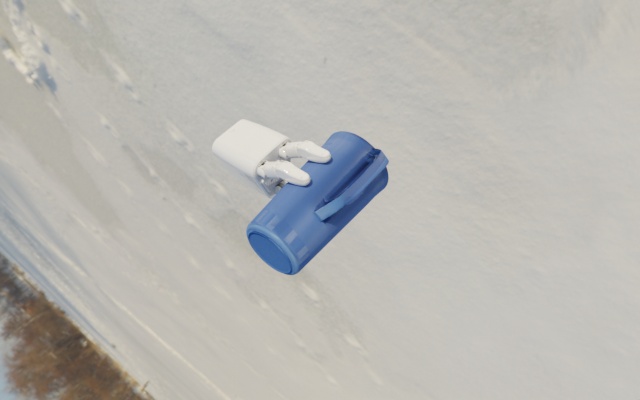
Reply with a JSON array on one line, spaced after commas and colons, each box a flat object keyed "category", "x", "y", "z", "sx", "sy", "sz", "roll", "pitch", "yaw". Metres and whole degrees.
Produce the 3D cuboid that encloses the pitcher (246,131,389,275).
[{"category": "pitcher", "x": 0.000, "y": 0.003, "z": 0.780, "sx": 0.145, "sy": 0.149, "sz": 0.242, "roll": 29, "pitch": 58, "yaw": 25}]
